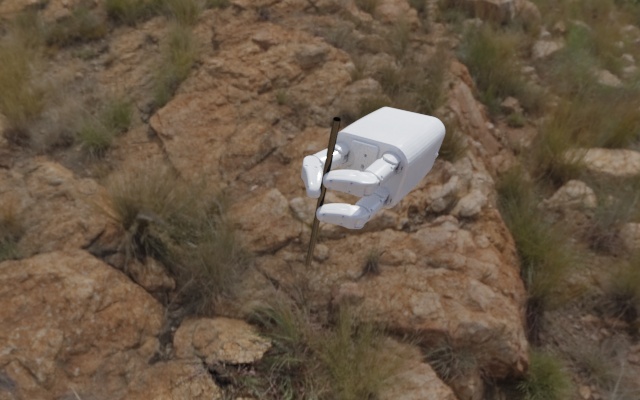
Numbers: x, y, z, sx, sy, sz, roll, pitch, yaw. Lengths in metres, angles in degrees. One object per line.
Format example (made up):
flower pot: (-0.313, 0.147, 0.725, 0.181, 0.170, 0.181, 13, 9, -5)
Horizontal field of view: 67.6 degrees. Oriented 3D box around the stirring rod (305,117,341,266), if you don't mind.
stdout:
stirring rod: (0.000, 0.002, 0.572, 0.011, 0.240, 0.011, 6, 44, -6)
